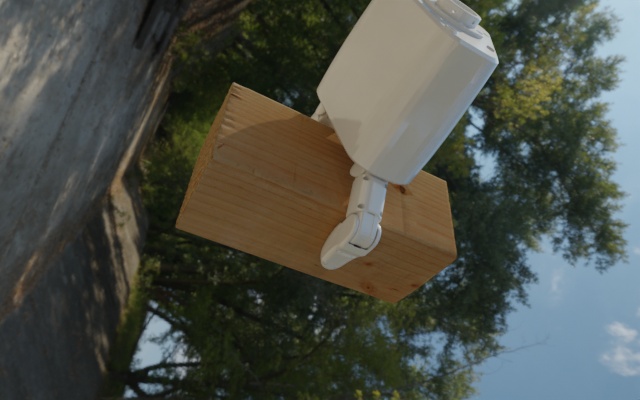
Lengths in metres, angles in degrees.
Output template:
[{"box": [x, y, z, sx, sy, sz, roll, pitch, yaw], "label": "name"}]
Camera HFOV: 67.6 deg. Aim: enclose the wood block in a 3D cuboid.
[{"box": [0.000, 0.001, 0.400, 0.206, 0.090, 0.090, 22, -44, -19], "label": "wood block"}]
